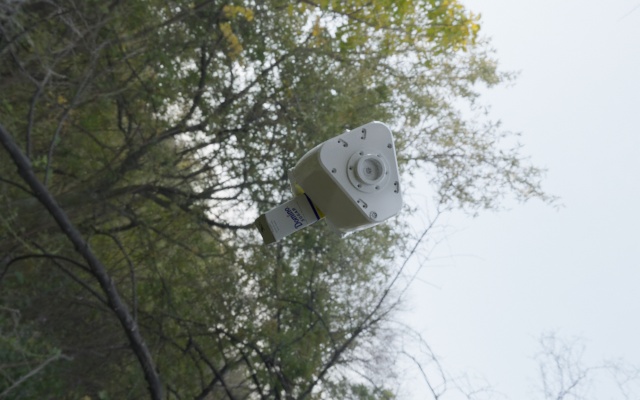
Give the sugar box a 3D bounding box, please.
[{"bbox_3d":[0.000,0.002,0.651,0.176,0.048,0.093,-24,-2,-17],"label":"sugar box"}]
